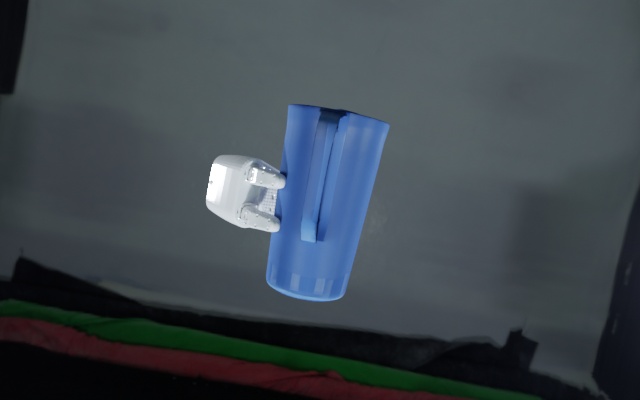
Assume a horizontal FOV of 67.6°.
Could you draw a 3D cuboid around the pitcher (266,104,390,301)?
[{"bbox_3d":[0.000,0.002,0.617,0.149,0.243,0.145,8,5,-40],"label":"pitcher"}]
